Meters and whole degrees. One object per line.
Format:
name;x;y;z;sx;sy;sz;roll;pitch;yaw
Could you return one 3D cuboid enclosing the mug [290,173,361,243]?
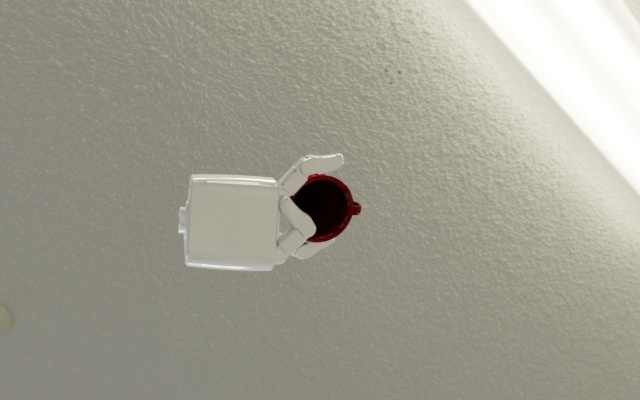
mug;0.001;0.002;0.670;0.117;0.093;0.081;4;15;-19
